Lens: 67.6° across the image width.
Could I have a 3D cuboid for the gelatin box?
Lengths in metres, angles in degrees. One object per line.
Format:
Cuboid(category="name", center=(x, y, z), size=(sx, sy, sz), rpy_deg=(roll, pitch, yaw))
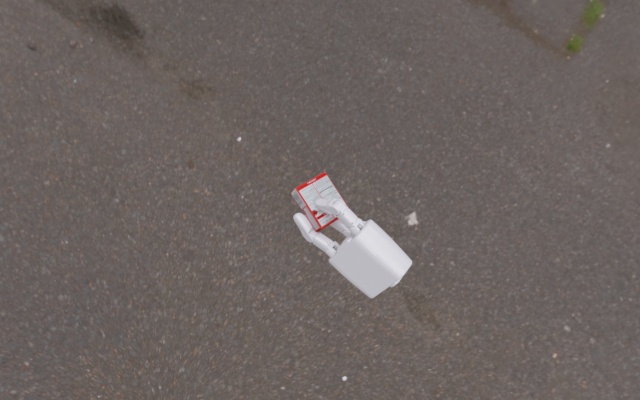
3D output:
Cuboid(category="gelatin box", center=(0.000, 0.002, 0.876), size=(0.073, 0.089, 0.030), rpy_deg=(-31, -4, -30))
